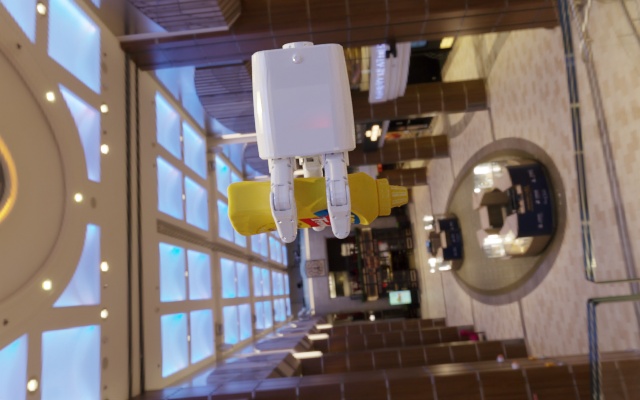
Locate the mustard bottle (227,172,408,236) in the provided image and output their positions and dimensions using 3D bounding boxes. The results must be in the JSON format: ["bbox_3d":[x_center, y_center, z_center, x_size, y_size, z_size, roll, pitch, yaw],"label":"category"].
[{"bbox_3d":[0.000,0.002,0.531,0.191,0.058,0.096,-5,-16,2],"label":"mustard bottle"}]
